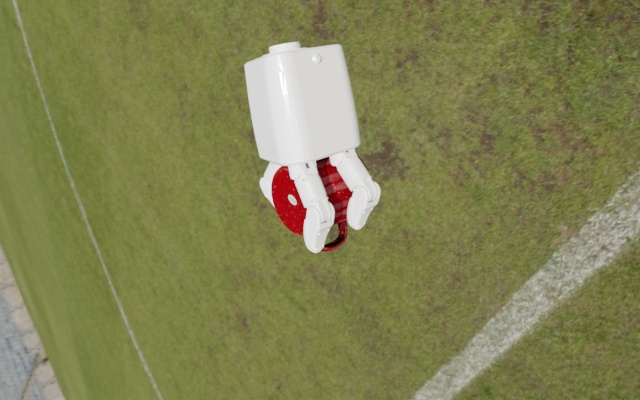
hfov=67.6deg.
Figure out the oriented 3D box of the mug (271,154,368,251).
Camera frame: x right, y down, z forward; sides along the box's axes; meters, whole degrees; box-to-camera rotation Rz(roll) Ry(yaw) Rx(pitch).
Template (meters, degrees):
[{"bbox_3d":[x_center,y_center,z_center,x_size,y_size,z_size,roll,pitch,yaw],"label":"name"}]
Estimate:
[{"bbox_3d":[0.000,0.003,0.546,0.081,0.117,0.093,-20,17,-36],"label":"mug"}]
